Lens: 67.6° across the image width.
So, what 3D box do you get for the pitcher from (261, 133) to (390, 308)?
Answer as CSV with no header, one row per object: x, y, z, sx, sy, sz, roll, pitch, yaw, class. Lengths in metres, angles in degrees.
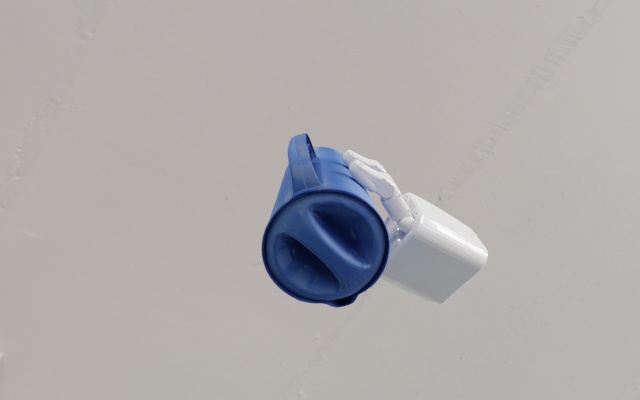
0.000,0.002,0.596,0.145,0.149,0.242,25,18,-11,pitcher
